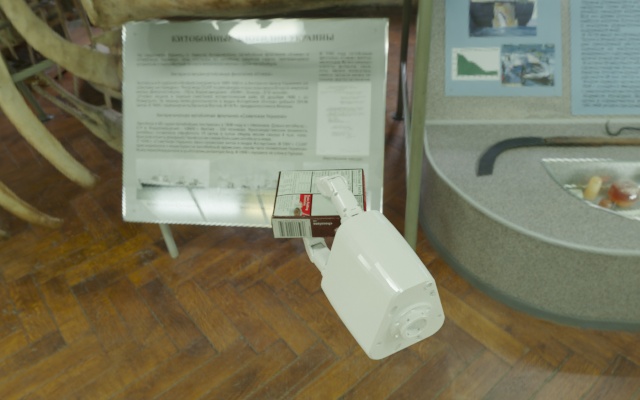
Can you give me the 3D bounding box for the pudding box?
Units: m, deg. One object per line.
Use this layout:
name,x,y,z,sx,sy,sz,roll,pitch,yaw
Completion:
pudding box,0.000,0.002,0.590,0.113,0.039,0.090,0,41,3
